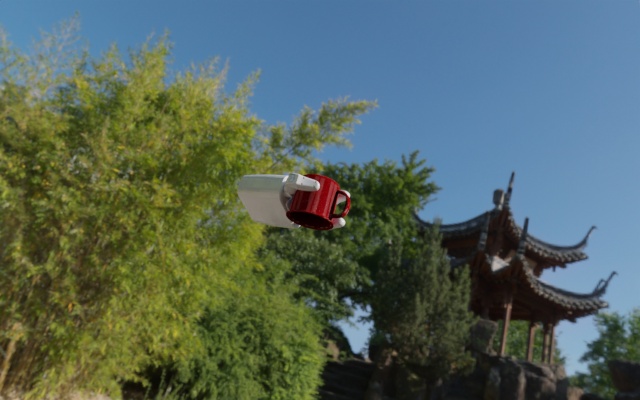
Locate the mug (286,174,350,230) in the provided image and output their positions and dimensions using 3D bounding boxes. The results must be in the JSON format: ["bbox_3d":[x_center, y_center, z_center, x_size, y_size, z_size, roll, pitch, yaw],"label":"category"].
[{"bbox_3d":[0.001,0.003,0.899,0.117,0.081,0.093,5,-23,26],"label":"mug"}]
